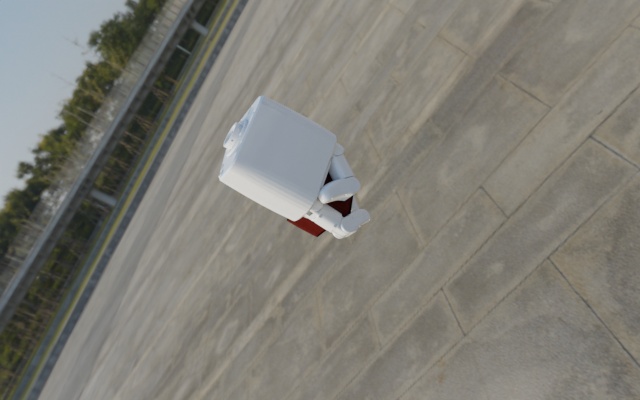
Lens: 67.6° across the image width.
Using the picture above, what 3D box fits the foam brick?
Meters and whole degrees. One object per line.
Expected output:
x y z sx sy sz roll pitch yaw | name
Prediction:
0.000 0.002 0.620 0.051 0.053 0.078 28 -40 -21 | foam brick
